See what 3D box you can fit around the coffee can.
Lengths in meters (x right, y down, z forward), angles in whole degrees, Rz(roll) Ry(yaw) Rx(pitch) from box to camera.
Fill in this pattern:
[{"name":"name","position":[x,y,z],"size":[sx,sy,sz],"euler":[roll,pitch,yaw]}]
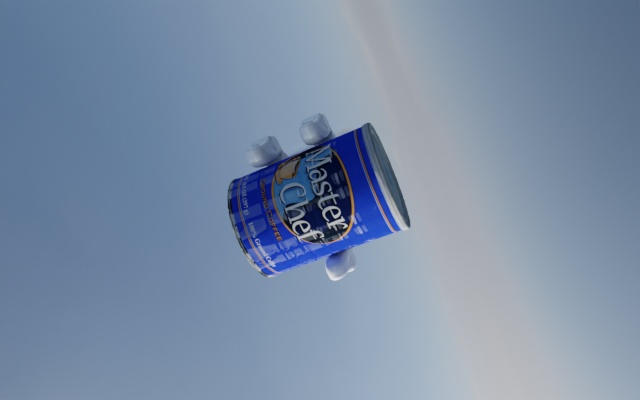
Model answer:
[{"name":"coffee can","position":[0.000,0.002,0.447],"size":[0.140,0.103,0.103],"euler":[-21,-5,14]}]
